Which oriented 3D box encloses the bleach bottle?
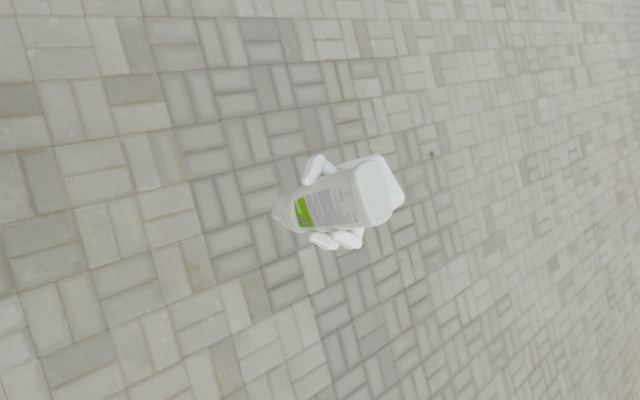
[{"bbox_3d":[0.000,0.003,0.809,0.068,0.102,0.251,-24,10,-42],"label":"bleach bottle"}]
